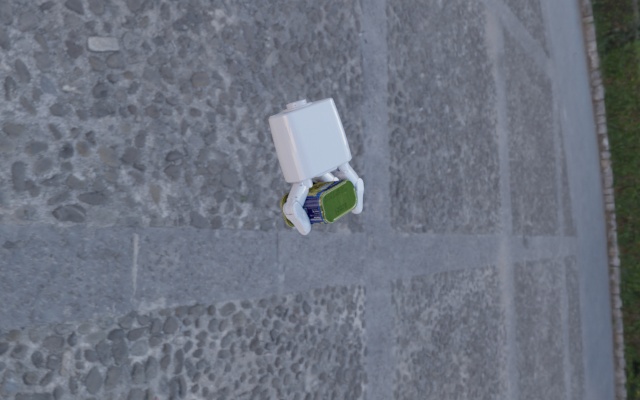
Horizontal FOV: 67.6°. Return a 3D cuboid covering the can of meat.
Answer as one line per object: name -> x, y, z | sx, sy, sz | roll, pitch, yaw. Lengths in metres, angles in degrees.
can of meat -> 0.000, 0.003, 0.785 | 0.084, 0.057, 0.102 | -5, 17, 39
